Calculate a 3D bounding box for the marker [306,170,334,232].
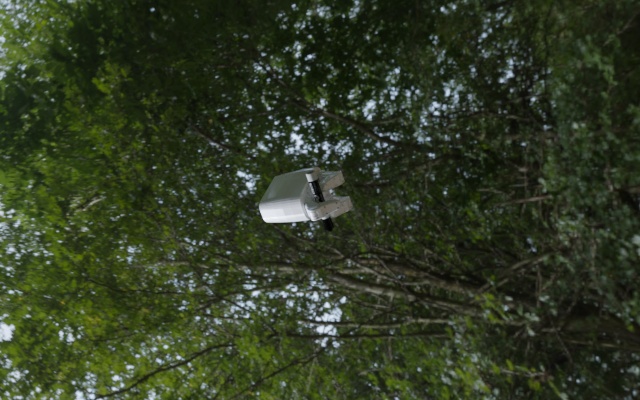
[{"bbox_3d":[0.000,0.003,0.885,0.020,0.121,0.020,-17,18,6],"label":"marker"}]
